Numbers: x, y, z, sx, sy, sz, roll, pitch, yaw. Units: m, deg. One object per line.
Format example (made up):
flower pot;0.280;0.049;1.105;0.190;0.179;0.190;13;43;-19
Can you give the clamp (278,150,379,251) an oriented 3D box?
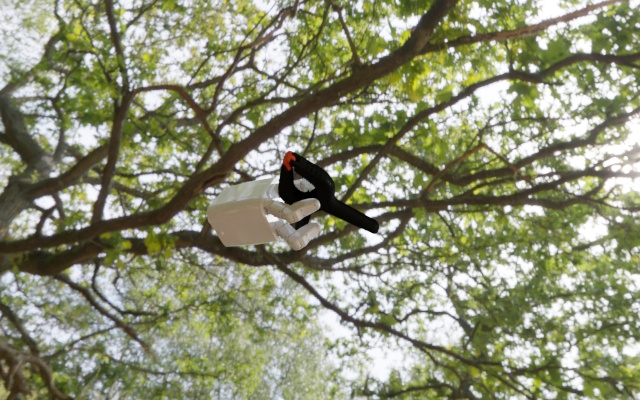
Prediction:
clamp;0.000;0.002;0.797;0.164;0.210;0.036;-10;41;15
